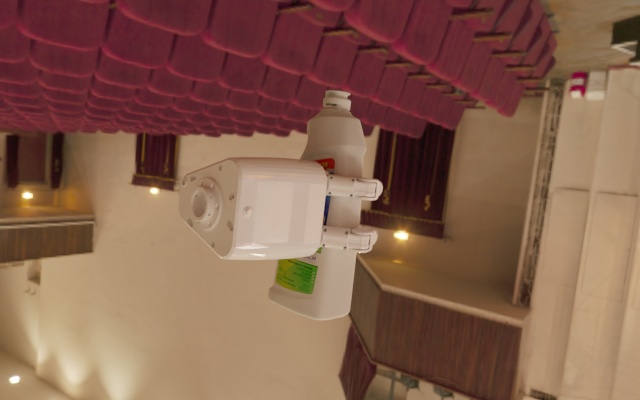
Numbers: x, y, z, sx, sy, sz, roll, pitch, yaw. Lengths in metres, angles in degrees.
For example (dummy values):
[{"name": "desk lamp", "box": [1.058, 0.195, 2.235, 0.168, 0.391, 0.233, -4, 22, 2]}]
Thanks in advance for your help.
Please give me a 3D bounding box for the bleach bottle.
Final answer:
[{"name": "bleach bottle", "box": [0.000, 0.002, 0.552, 0.068, 0.251, 0.102, 1, 7, -45]}]
